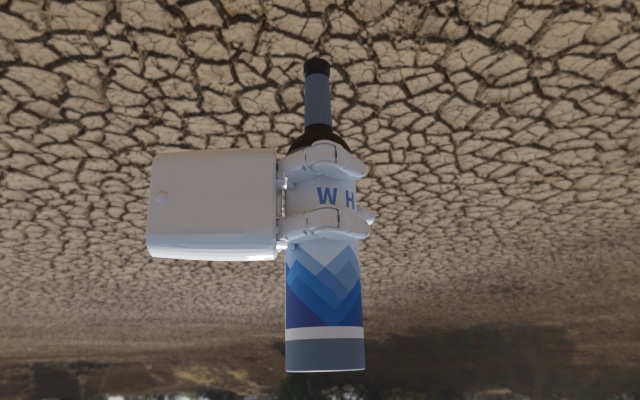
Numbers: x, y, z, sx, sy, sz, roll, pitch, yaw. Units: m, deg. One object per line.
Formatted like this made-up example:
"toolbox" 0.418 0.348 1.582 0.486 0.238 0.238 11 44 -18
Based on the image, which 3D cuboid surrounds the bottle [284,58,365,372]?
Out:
"bottle" 0.000 0.002 0.442 0.069 0.295 0.069 -2 -18 0
